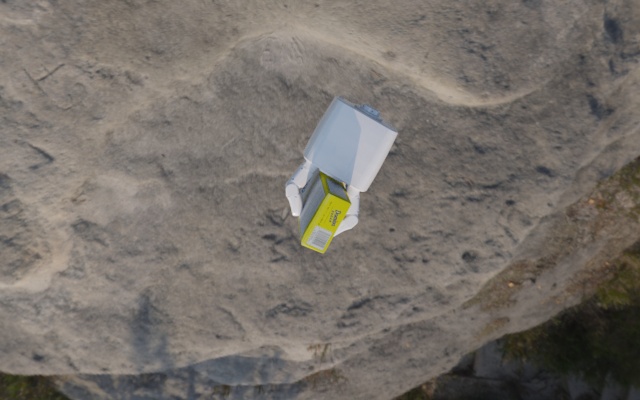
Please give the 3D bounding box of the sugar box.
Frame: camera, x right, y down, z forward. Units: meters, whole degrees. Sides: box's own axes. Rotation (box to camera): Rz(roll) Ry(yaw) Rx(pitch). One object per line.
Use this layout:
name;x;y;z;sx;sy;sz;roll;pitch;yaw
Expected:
sugar box;0.001;0.003;0.776;0.048;0.093;0.176;26;18;-12
